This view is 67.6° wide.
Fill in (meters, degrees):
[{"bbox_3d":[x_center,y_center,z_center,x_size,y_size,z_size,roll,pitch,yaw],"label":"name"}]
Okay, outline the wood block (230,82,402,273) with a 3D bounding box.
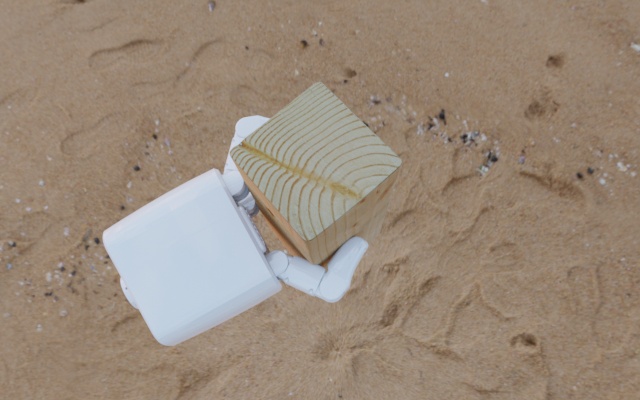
[{"bbox_3d":[0.000,0.002,0.430,0.090,0.091,0.206,-40,-15,-10],"label":"wood block"}]
